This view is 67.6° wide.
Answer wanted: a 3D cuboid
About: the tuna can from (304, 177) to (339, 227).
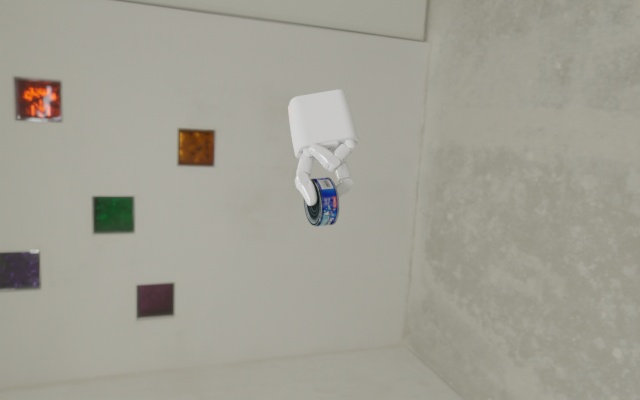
[{"bbox_3d":[0.000,0.003,0.841,0.034,0.086,0.086,-5,2,-23],"label":"tuna can"}]
